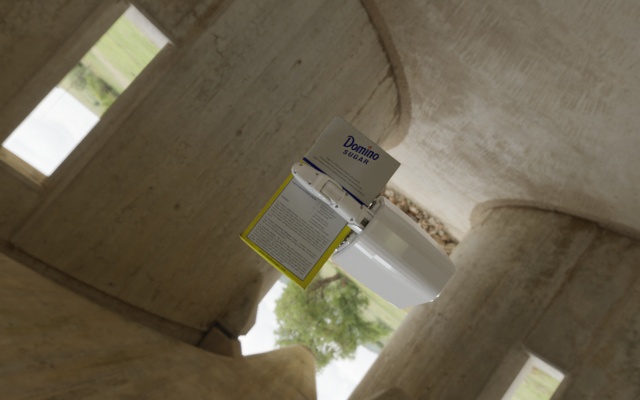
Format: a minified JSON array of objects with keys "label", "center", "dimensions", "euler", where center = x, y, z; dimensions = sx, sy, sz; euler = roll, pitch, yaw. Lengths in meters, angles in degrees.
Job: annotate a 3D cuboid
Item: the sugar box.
[{"label":"sugar box","center":[0.000,0.002,0.539],"dimensions":[0.093,0.176,0.048],"euler":[39,-8,2]}]
